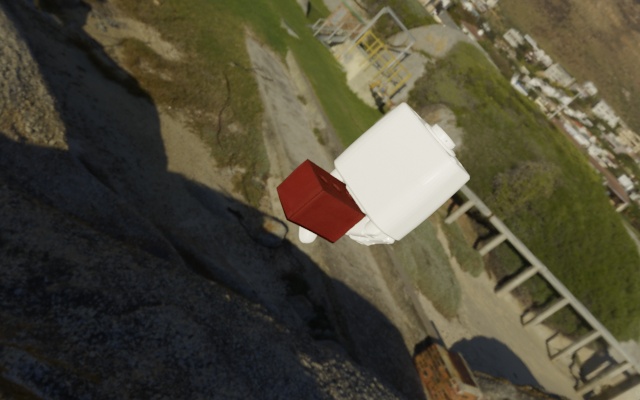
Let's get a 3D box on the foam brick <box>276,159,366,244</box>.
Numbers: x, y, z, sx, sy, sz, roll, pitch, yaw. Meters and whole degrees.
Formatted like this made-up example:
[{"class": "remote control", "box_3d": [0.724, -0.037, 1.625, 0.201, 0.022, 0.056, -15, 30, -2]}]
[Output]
[{"class": "foam brick", "box_3d": [0.000, 0.002, 0.520, 0.051, 0.053, 0.078, -42, -45, 19]}]
